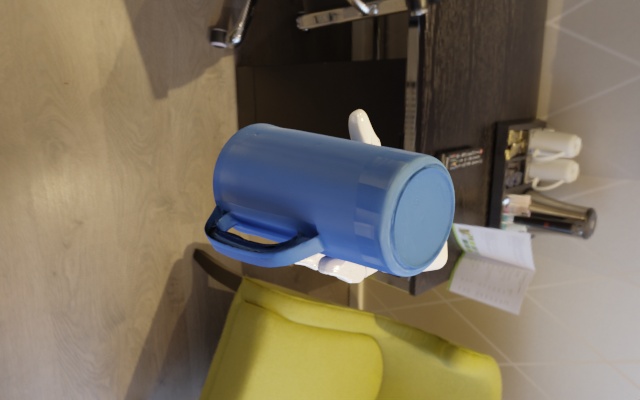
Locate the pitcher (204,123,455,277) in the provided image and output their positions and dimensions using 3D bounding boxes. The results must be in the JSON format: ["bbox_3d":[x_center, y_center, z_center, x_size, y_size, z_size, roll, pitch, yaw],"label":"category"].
[{"bbox_3d":[0.000,0.002,0.486,0.145,0.149,0.243,11,2,-45],"label":"pitcher"}]
